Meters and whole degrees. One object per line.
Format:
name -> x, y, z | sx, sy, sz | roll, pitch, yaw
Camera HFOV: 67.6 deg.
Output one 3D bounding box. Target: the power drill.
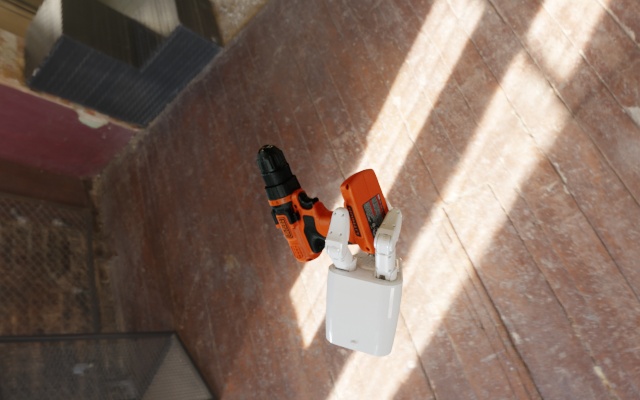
power drill -> 0.000, 0.002, 0.649 | 0.057, 0.184, 0.187 | -36, 21, -36
